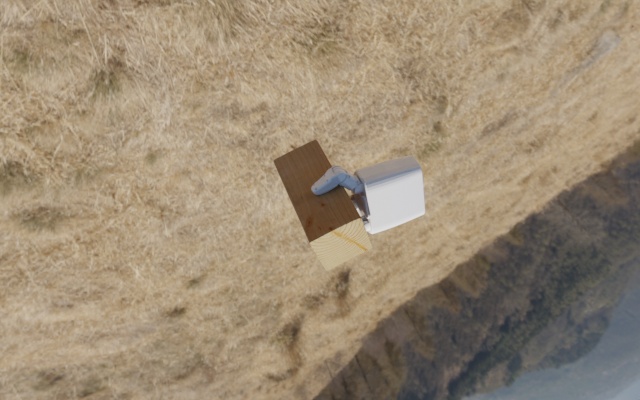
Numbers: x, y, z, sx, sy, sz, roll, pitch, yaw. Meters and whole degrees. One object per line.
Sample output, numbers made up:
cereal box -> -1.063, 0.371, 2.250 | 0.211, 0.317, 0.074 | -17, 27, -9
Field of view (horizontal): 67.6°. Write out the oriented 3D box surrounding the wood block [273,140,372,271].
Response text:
wood block -> 0.000, 0.002, 0.824 | 0.090, 0.206, 0.091 | -26, -42, -1
